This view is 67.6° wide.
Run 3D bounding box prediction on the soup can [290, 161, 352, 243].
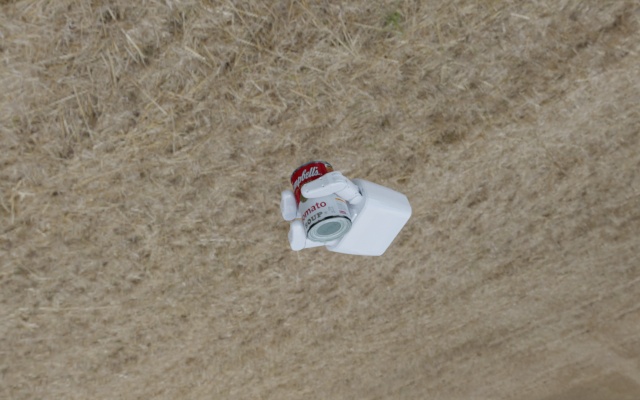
[{"bbox_3d":[0.000,0.002,0.695,0.068,0.102,0.069,-12,-33,-8],"label":"soup can"}]
